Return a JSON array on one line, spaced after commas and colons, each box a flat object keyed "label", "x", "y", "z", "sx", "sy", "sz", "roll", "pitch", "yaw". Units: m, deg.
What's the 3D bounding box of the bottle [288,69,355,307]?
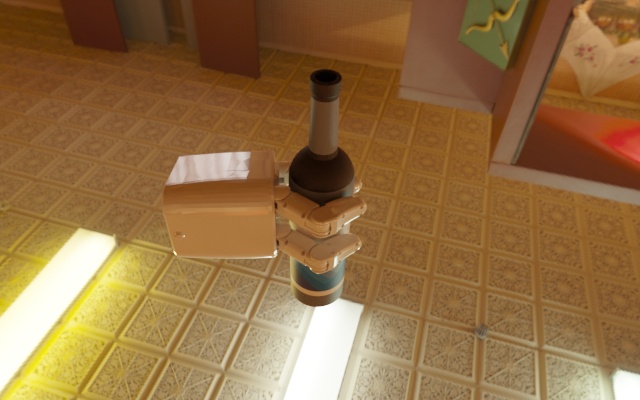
[{"label": "bottle", "x": 0.000, "y": 0.002, "z": 0.504, "sx": 0.069, "sy": 0.296, "sz": 0.069, "roll": 1, "pitch": 44, "yaw": -1}]
